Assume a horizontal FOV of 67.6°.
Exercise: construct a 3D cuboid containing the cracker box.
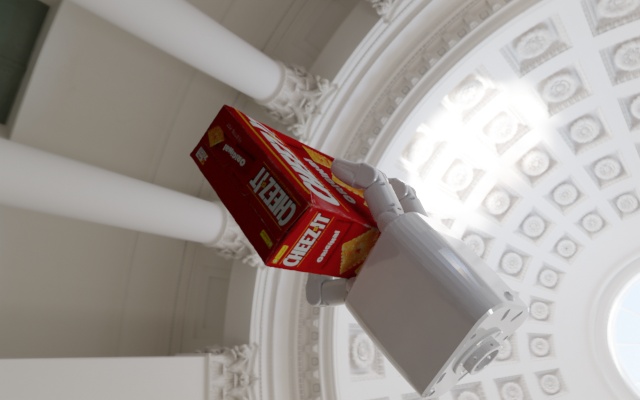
[{"bbox_3d":[0.000,0.002,0.482,0.214,0.072,0.164,20,21,-49],"label":"cracker box"}]
